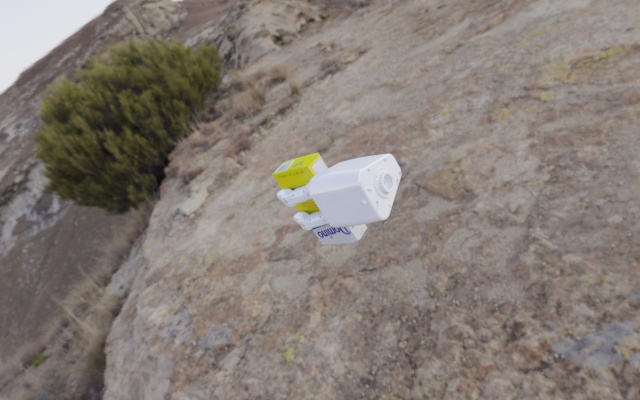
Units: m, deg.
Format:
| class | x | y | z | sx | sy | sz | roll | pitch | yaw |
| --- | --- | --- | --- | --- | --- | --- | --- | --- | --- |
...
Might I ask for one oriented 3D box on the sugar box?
| class | x | y | z | sx | sy | sz | roll | pitch | yaw |
| --- | --- | --- | --- | --- | --- | --- | --- | --- | --- |
| sugar box | 0.000 | 0.003 | 0.854 | 0.093 | 0.176 | 0.048 | -9 | 33 | 44 |
